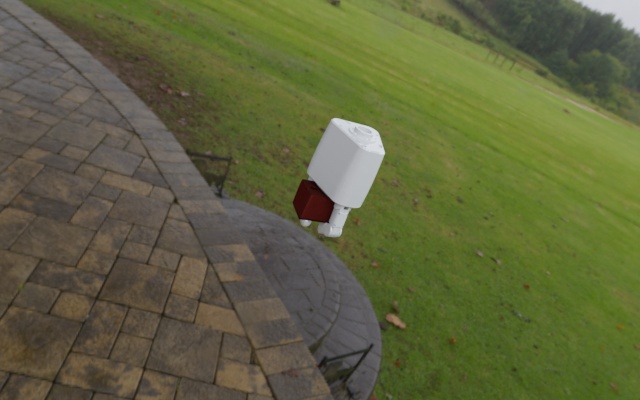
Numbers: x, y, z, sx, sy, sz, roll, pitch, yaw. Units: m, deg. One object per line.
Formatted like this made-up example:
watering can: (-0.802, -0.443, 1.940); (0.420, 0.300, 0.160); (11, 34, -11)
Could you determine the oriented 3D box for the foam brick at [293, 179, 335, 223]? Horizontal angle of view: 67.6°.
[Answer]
foam brick: (0.000, 0.003, 0.814); (0.078, 0.051, 0.053); (9, 30, -27)
